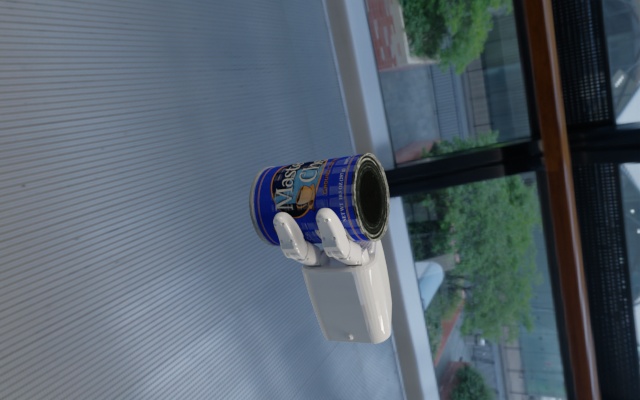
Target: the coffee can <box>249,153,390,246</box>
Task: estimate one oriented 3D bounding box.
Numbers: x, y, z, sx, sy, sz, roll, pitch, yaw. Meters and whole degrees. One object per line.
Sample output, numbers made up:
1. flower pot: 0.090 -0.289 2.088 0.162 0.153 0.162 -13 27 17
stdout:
1. coffee can: 0.000 0.002 0.580 0.140 0.103 0.103 -5 -3 29
